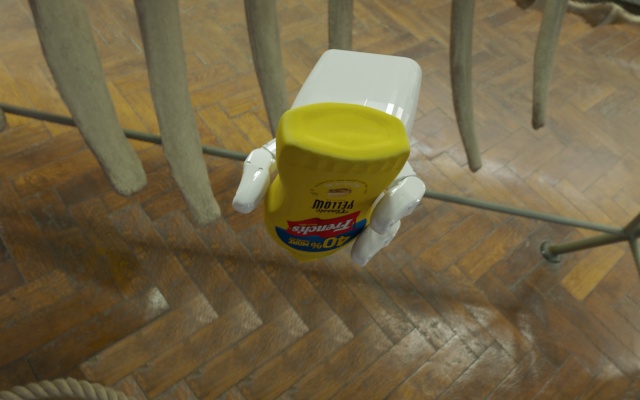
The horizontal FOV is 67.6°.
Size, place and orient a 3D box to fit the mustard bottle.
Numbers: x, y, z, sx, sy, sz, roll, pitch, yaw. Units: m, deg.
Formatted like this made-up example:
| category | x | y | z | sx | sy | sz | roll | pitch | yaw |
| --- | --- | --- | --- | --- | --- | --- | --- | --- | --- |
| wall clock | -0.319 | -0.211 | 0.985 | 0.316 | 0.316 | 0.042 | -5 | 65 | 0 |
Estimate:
| category | x | y | z | sx | sy | sz | roll | pitch | yaw |
| --- | --- | --- | --- | --- | --- | --- | --- | --- | --- |
| mustard bottle | 0.000 | 0.001 | 0.413 | 0.096 | 0.058 | 0.192 | 0 | -33 | -14 |
